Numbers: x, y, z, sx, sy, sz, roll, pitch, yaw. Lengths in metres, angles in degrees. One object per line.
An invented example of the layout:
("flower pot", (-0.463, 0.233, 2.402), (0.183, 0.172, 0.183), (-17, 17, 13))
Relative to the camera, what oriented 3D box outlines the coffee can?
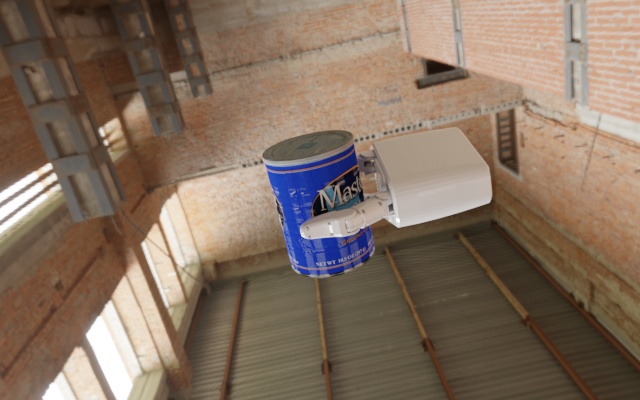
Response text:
("coffee can", (0.000, 0.002, 0.547), (0.103, 0.140, 0.102), (-11, 21, 4))
